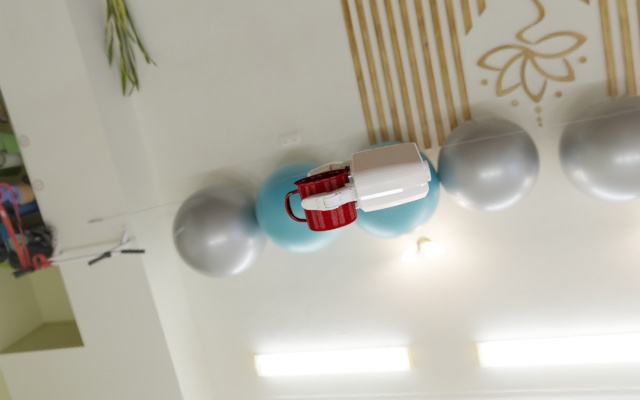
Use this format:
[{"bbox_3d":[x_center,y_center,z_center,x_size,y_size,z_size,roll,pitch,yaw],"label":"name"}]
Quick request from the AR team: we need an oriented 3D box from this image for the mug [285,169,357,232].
[{"bbox_3d":[-0.001,0.003,0.764,0.117,0.081,0.093,-13,10,8],"label":"mug"}]
